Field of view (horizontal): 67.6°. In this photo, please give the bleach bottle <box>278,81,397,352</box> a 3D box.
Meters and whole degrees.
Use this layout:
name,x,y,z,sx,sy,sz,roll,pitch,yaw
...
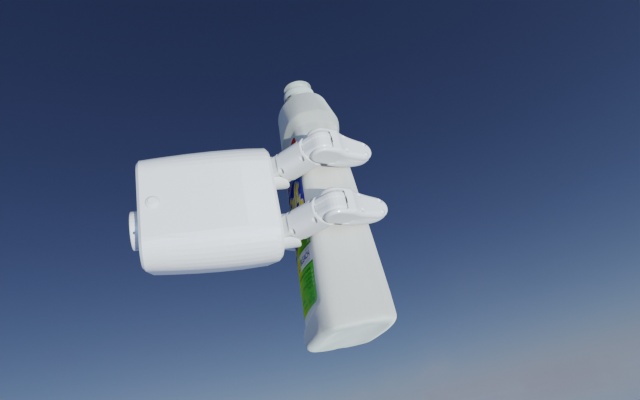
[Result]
name,x,y,z,sx,sy,sz,roll,pitch,yaw
bleach bottle,0.000,0.001,0.441,0.068,0.250,0.103,-6,-26,-15
